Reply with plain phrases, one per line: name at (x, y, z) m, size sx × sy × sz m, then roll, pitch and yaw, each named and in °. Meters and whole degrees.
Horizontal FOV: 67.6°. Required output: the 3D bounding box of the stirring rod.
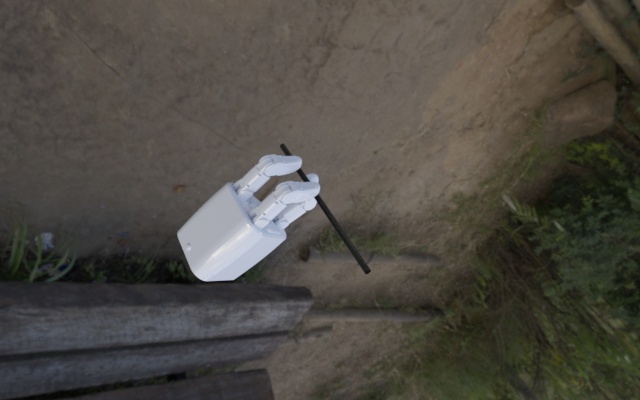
stirring rod at (0.000, 0.002, 0.629) m, size 0.011 × 0.011 × 0.239 m, roll 0°, pitch 43°, yaw -40°
